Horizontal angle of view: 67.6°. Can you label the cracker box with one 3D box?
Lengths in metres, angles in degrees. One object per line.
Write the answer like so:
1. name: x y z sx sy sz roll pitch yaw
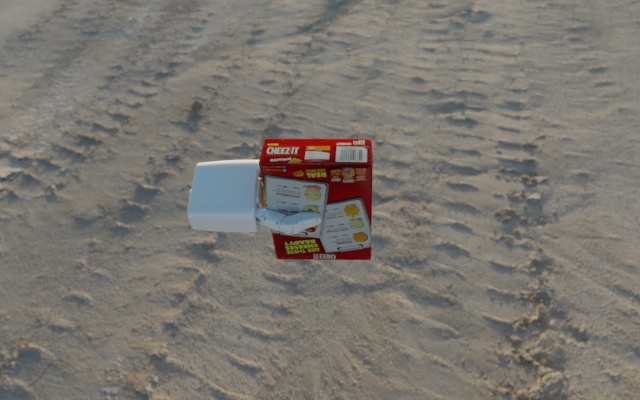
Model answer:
1. cracker box: 0.000 0.002 0.762 0.164 0.214 0.072 0 44 5
